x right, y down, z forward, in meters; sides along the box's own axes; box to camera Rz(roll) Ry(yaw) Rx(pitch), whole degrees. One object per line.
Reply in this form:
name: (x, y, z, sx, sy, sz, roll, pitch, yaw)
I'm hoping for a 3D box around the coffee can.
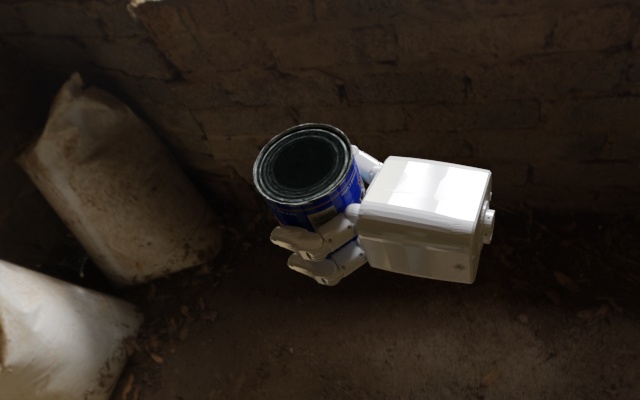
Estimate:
coffee can: (0.000, 0.002, 0.519, 0.103, 0.102, 0.140, 0, -34, 19)
